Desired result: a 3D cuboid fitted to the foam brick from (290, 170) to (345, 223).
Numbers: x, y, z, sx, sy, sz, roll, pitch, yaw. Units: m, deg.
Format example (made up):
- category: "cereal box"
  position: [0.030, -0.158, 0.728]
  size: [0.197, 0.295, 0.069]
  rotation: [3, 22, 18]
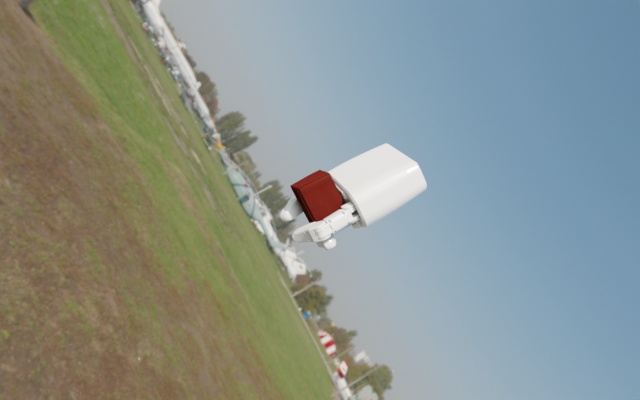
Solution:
- category: "foam brick"
  position: [0.000, 0.002, 0.677]
  size: [0.051, 0.078, 0.053]
  rotation: [-30, 16, -9]
